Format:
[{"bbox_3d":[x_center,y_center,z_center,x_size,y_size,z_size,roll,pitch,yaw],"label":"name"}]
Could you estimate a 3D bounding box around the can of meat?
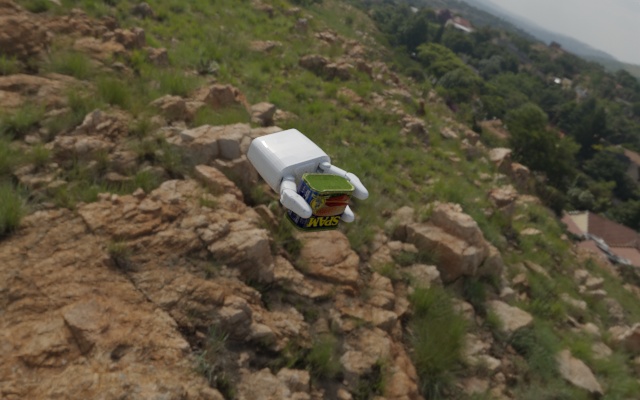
[{"bbox_3d":[0.000,0.002,0.809,0.102,0.084,0.057,-2,37,-40],"label":"can of meat"}]
